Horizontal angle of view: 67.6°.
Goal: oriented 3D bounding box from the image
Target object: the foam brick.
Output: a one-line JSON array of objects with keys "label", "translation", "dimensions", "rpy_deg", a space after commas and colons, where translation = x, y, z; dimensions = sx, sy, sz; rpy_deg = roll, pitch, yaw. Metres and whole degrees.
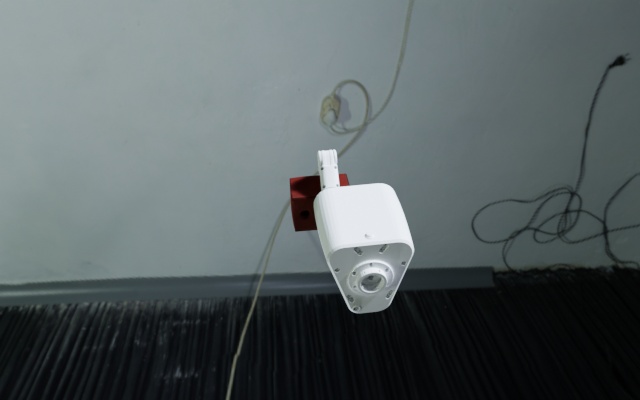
[{"label": "foam brick", "translation": [0.000, 0.002, 0.618], "dimensions": [0.078, 0.053, 0.051], "rpy_deg": [-5, 36, -3]}]
